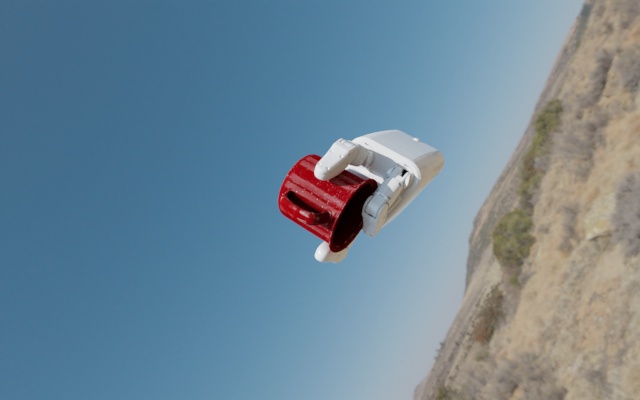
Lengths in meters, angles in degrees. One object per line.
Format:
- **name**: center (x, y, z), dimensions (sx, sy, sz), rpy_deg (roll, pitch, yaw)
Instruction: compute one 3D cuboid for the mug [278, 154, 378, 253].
- **mug**: center (-0.001, 0.002, 0.532), dimensions (0.081, 0.093, 0.117), rpy_deg (30, 26, 23)
